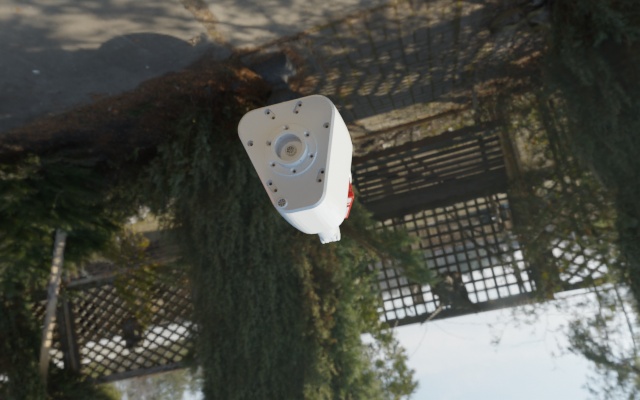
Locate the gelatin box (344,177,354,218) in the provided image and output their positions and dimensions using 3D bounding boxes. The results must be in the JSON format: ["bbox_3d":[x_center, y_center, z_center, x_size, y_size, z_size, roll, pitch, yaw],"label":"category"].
[{"bbox_3d":[0.000,0.003,0.603,0.073,0.030,0.089,-9,-19,-5],"label":"gelatin box"}]
